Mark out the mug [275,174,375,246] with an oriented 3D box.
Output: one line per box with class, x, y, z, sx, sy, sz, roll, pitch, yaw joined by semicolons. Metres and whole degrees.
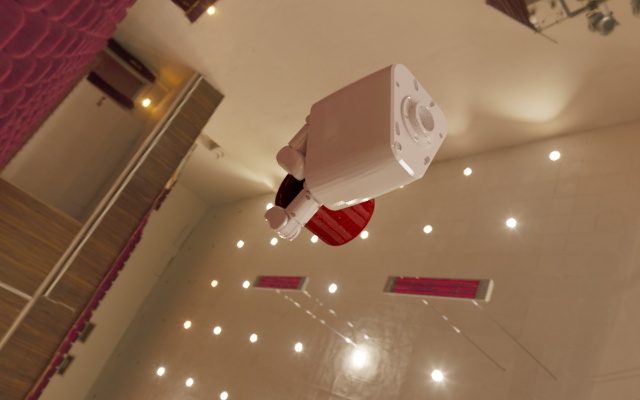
mug;-0.001;0.002;0.559;0.081;0.093;0.117;40;-37;-28
